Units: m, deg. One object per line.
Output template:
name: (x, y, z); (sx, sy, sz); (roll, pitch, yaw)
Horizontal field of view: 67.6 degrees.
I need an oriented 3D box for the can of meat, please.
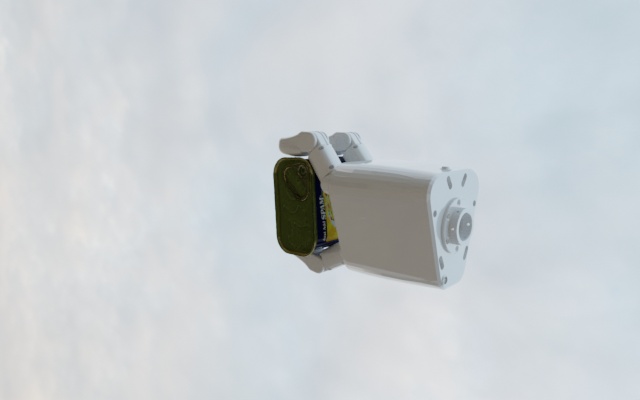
can of meat: (0.000, 0.002, 0.518); (0.057, 0.102, 0.084); (4, 9, 43)
